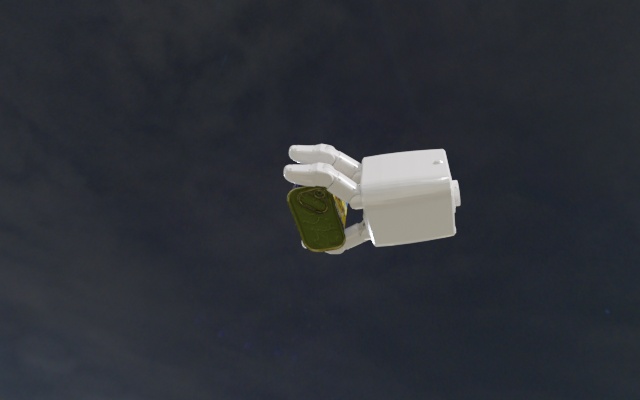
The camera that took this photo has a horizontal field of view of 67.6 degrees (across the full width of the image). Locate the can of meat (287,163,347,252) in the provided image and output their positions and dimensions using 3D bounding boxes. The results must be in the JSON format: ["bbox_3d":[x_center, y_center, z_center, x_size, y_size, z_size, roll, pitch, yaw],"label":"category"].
[{"bbox_3d":[0.000,0.002,0.632,0.057,0.102,0.084,-10,32,14],"label":"can of meat"}]
